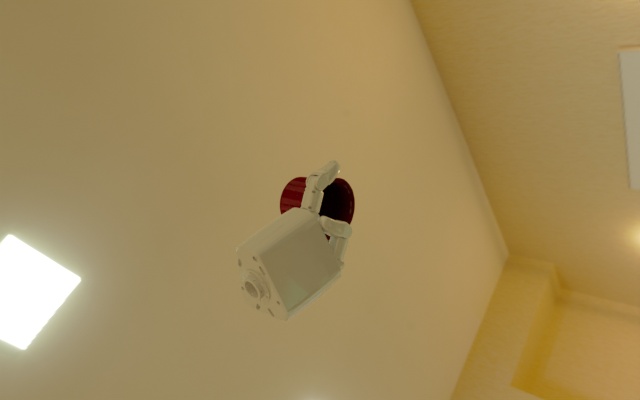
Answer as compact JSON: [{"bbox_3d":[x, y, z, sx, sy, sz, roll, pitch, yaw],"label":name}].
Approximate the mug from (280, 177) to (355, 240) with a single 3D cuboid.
[{"bbox_3d":[0.001,0.002,0.735,0.081,0.093,0.117,10,33,41],"label":"mug"}]
